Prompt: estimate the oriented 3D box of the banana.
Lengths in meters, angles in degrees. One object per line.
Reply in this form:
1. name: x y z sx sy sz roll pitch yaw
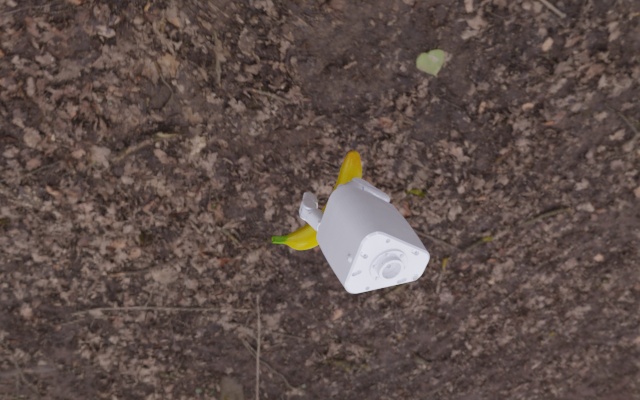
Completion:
1. banana: 0.011 0.013 0.743 0.070 0.198 0.037 32 16 -34
